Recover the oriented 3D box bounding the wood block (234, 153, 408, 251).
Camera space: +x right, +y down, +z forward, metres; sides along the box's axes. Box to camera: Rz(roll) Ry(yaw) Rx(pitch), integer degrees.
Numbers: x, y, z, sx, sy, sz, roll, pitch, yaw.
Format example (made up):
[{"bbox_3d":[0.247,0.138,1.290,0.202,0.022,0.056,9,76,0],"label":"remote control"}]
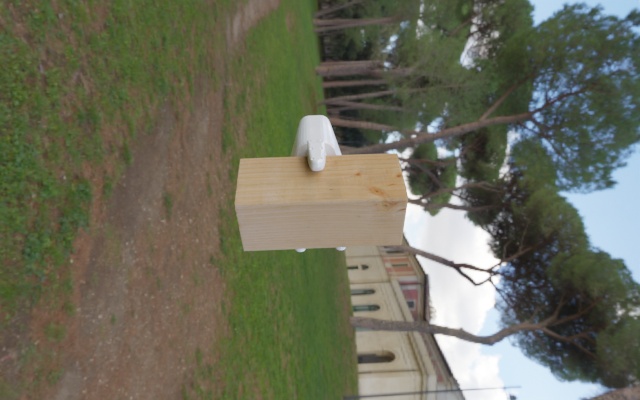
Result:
[{"bbox_3d":[0.000,0.002,0.622,0.206,0.091,0.090,-3,45,-1],"label":"wood block"}]
